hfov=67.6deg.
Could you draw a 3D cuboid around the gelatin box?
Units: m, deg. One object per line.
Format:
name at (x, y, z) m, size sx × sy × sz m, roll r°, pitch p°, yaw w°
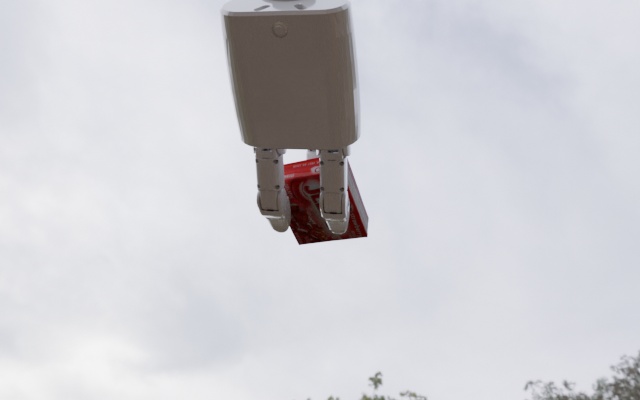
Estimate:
gelatin box at (0.000, 0.001, 0.456) m, size 0.073 × 0.089 × 0.030 m, roll -8°, pitch 42°, yaw 18°
